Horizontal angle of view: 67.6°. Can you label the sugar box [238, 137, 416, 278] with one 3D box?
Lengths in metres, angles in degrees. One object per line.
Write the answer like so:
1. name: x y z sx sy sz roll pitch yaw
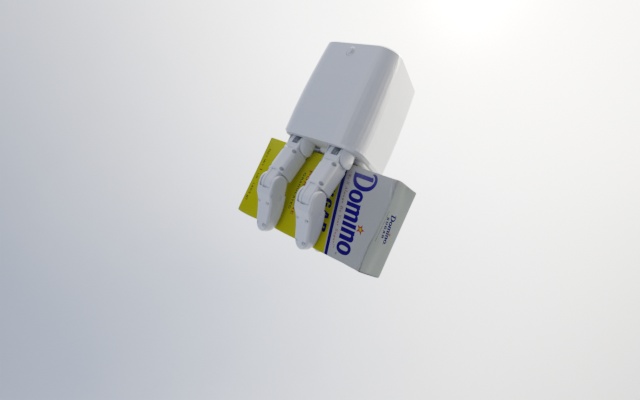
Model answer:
1. sugar box: 0.000 0.001 0.492 0.176 0.093 0.048 22 -3 40
